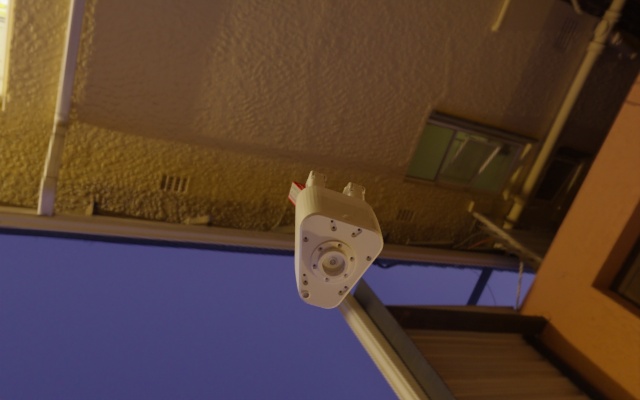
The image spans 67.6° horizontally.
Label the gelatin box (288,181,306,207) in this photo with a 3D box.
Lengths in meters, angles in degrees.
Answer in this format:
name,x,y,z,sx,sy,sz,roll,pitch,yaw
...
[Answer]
name,x,y,z,sx,sy,sz,roll,pitch,yaw
gelatin box,0.000,0.003,0.686,0.073,0.030,0.089,14,10,-20
